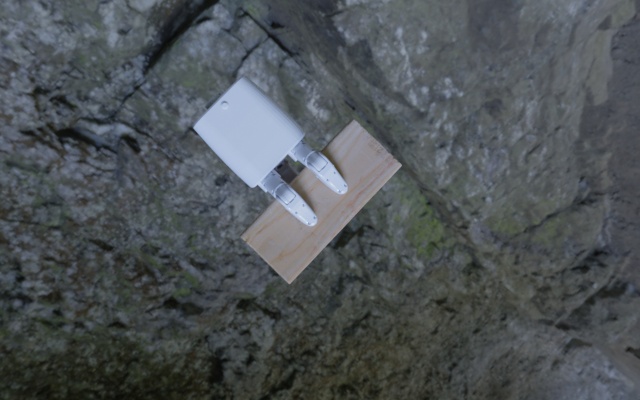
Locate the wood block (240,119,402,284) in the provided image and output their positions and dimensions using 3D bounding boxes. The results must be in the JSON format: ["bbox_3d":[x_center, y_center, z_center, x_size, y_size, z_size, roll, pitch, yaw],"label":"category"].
[{"bbox_3d":[0.000,0.002,0.639,0.090,0.206,0.091,44,-4,0],"label":"wood block"}]
